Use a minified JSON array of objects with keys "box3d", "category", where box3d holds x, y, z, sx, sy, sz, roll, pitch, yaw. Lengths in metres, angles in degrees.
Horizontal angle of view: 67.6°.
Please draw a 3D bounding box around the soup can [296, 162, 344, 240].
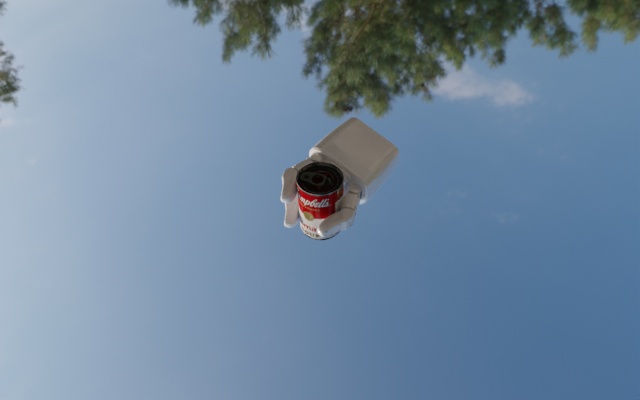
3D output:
[{"box3d":[0.000,0.003,0.711,0.068,0.068,0.102,0,-43,2],"category":"soup can"}]
